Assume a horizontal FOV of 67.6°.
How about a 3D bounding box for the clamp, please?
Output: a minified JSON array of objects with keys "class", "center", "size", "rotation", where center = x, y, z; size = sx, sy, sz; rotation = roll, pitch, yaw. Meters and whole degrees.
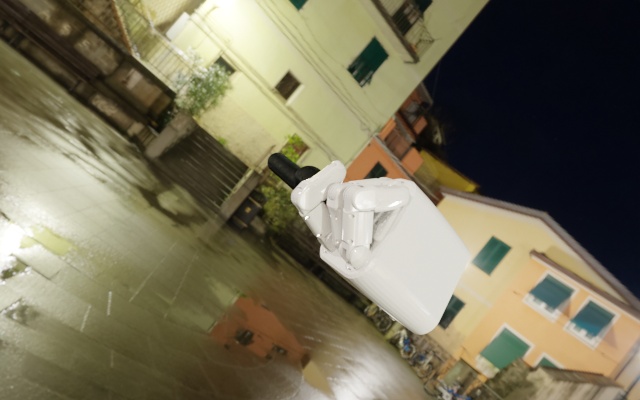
[{"class":"clamp","center":[0.001,0.001,0.545],"size":[0.120,0.039,0.171],"rotation":[46,-6,-23]}]
